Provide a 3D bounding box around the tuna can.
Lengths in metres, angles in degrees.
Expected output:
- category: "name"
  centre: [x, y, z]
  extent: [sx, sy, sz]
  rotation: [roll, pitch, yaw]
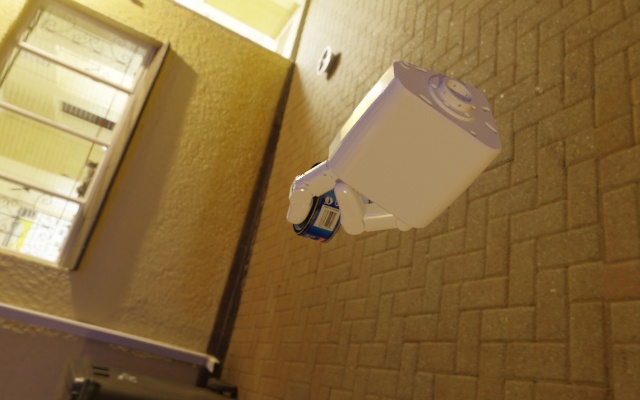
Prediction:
- category: "tuna can"
  centre: [0.000, 0.002, 0.526]
  extent: [0.034, 0.086, 0.086]
  rotation: [18, -6, -18]
